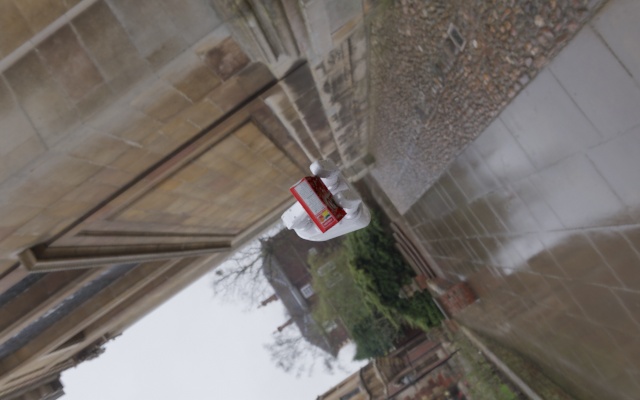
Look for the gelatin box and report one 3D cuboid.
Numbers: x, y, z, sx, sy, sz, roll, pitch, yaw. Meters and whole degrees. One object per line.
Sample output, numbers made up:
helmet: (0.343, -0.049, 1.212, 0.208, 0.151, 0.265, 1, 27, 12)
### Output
gelatin box: (0.000, 0.002, 0.648, 0.030, 0.073, 0.089, -37, -3, 12)
